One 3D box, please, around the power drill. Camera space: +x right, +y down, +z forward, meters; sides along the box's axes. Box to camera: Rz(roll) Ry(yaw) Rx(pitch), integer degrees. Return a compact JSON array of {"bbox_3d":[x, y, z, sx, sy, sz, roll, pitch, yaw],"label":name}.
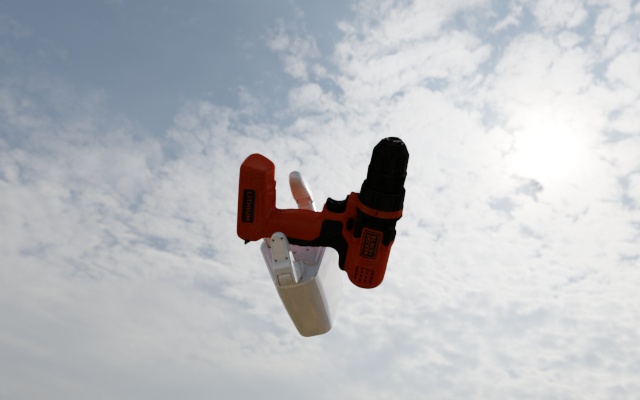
[{"bbox_3d":[0.000,0.002,0.547,0.187,0.184,0.057,14,24,13],"label":"power drill"}]
